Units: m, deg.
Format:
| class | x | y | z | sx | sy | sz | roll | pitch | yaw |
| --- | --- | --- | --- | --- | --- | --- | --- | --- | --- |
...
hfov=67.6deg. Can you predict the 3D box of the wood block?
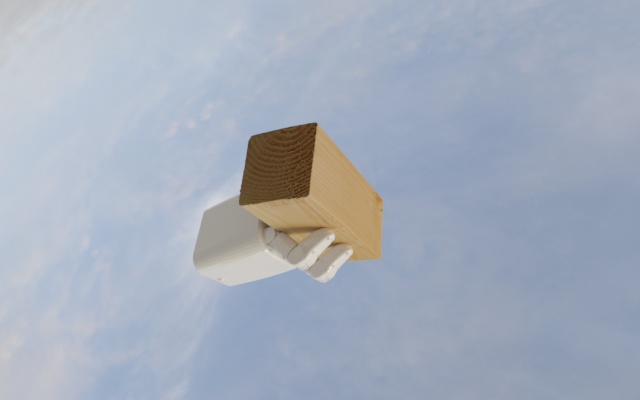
| class | x | y | z | sx | sy | sz | roll | pitch | yaw |
| --- | --- | --- | --- | --- | --- | --- | --- | --- | --- |
| wood block | 0.000 | 0.002 | 0.589 | 0.090 | 0.090 | 0.206 | -8 | -27 | 26 |
